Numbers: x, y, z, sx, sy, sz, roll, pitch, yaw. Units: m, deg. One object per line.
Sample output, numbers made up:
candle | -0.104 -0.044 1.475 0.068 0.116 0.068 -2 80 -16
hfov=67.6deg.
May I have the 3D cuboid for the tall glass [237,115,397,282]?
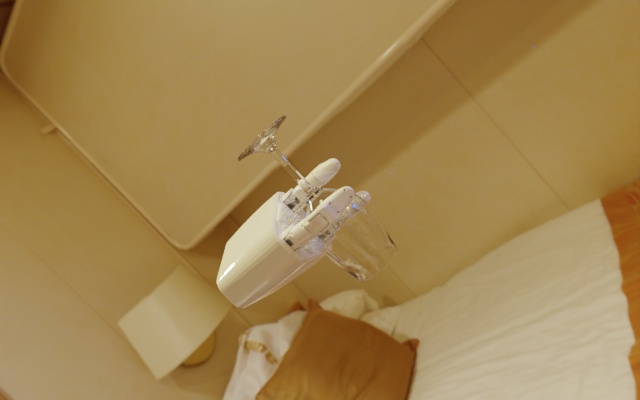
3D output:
tall glass | 0.000 0.001 0.551 0.079 0.201 0.079 -42 6 5
